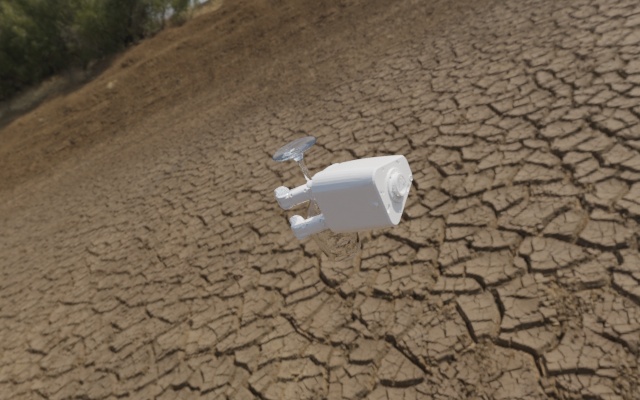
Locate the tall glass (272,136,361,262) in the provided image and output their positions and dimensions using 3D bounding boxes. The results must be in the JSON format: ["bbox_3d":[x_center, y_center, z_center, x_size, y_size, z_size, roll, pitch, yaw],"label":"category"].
[{"bbox_3d":[0.000,0.002,0.767,0.079,0.201,0.079,-22,23,10],"label":"tall glass"}]
